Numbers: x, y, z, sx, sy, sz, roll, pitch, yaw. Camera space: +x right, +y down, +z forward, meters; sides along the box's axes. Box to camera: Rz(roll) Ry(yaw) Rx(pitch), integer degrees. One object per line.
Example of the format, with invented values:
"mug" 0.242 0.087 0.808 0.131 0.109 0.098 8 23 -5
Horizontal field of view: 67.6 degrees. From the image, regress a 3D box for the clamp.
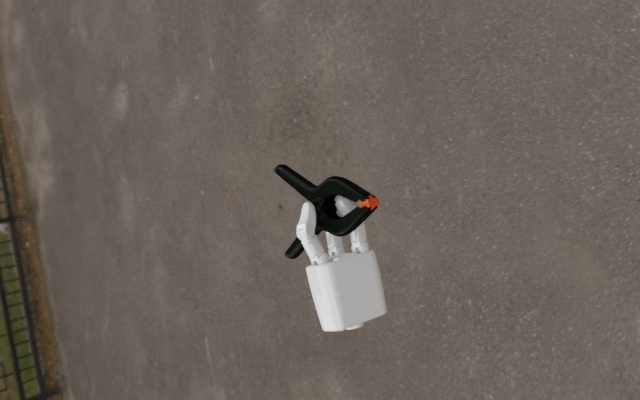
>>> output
"clamp" 0.000 0.003 0.771 0.210 0.164 0.036 -16 -4 43
